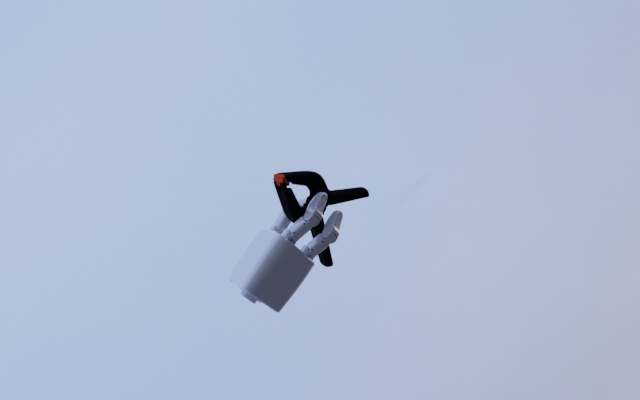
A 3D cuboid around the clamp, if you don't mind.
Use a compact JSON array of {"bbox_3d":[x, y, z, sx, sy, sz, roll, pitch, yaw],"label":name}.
[{"bbox_3d":[-0.001,0.002,0.839,0.036,0.164,0.210,17,-22,47],"label":"clamp"}]
